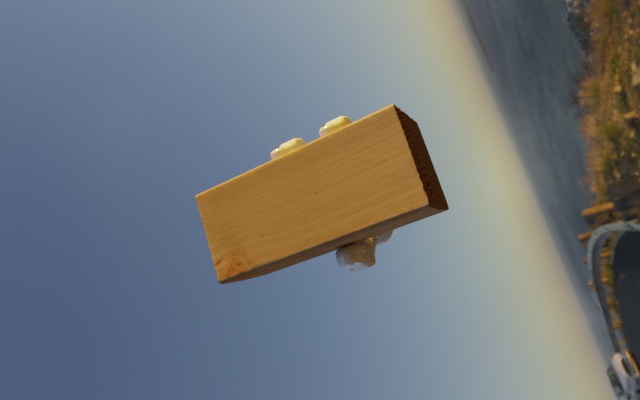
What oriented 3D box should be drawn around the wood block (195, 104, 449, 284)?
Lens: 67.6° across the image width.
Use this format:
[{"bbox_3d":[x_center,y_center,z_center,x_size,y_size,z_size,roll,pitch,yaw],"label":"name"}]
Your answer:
[{"bbox_3d":[0.000,0.002,0.446,0.206,0.091,0.090,-23,-11,22],"label":"wood block"}]
